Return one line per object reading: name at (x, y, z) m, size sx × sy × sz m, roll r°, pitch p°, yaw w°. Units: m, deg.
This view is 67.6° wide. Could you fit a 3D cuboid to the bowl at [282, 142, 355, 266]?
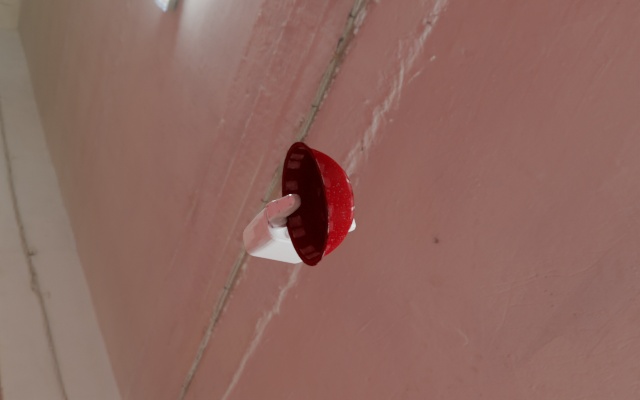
bowl at (0.001, 0.002, 0.625) m, size 0.055 × 0.162 × 0.162 m, roll -7°, pitch 2°, yaw -22°
